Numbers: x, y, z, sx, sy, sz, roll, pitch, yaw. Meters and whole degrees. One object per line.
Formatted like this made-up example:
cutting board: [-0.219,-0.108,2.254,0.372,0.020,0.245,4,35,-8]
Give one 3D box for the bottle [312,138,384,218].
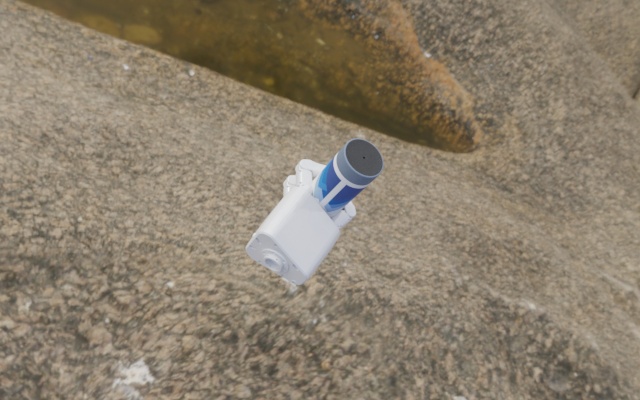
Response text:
bottle: [0.000,0.002,0.805,0.069,0.069,0.296,0,-26,-29]
